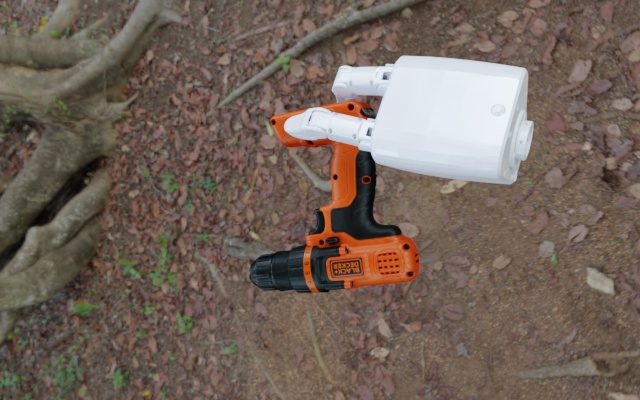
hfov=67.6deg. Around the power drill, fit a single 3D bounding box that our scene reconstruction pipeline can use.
[{"bbox_3d":[0.000,0.001,0.494,0.184,0.187,0.057,-8,2,19],"label":"power drill"}]
